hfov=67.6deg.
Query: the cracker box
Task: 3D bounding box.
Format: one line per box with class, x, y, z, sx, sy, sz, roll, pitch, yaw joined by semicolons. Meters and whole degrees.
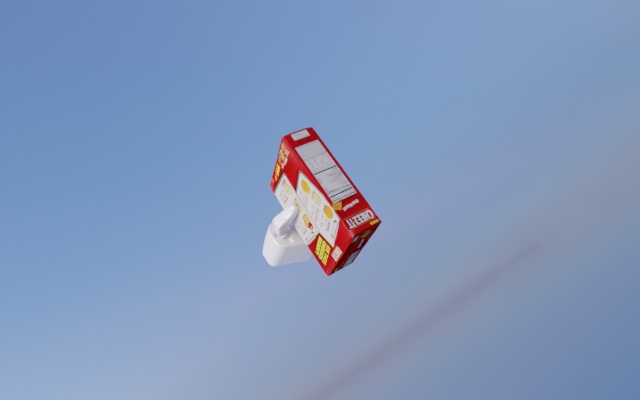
cracker box;0.000;0.003;0.843;0.072;0.213;0.164;-25;-21;-27
